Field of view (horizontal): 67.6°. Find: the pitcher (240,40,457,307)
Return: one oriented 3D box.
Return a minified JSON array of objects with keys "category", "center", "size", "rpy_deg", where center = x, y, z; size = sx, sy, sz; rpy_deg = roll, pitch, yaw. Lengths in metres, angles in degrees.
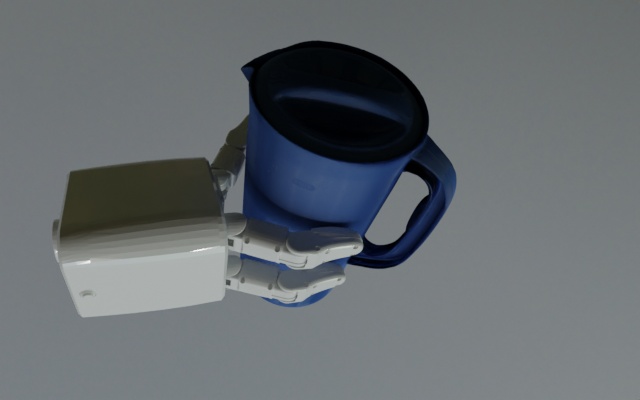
[{"category":"pitcher","center":[0.000,0.001,0.425],"size":[0.145,0.149,0.243],"rpy_deg":[-5,-37,-19]}]
